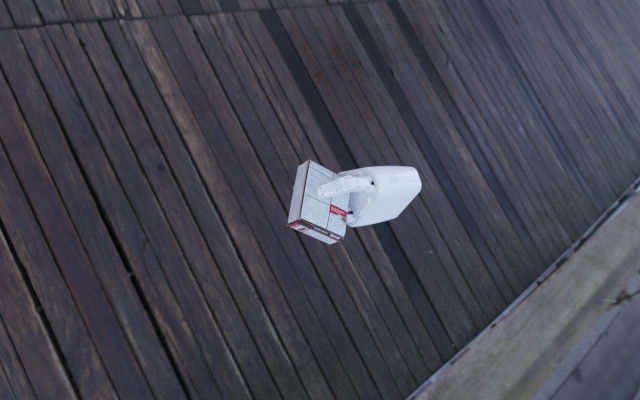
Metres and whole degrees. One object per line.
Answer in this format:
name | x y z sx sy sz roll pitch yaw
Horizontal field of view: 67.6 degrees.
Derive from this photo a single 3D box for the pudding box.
pudding box | 0.000 0.002 0.762 0.090 0.113 0.039 25 -34 -26
